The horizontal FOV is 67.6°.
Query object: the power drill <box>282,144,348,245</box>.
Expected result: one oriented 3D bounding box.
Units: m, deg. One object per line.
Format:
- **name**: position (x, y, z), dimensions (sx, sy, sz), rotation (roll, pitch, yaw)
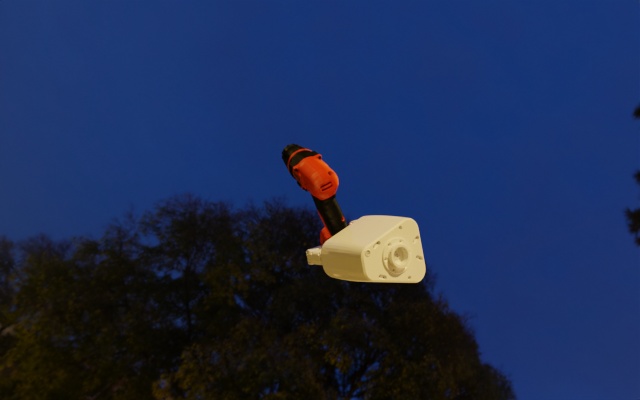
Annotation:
- **power drill**: position (0.000, 0.003, 0.791), dimensions (0.057, 0.188, 0.184), rotation (-28, 28, -7)
